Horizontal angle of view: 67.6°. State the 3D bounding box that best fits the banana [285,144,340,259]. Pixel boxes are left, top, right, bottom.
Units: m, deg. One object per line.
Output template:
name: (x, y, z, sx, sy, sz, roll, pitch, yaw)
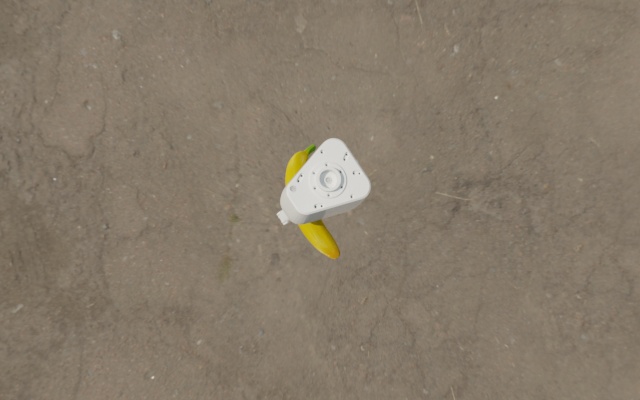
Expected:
banana: (-0.018, 0.002, 0.774, 0.069, 0.197, 0.037, -8, -11, -19)
